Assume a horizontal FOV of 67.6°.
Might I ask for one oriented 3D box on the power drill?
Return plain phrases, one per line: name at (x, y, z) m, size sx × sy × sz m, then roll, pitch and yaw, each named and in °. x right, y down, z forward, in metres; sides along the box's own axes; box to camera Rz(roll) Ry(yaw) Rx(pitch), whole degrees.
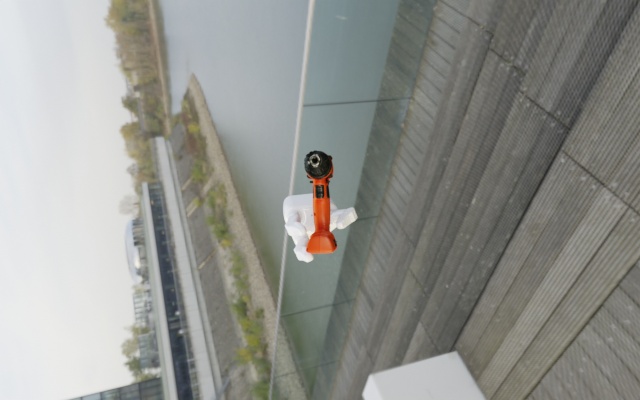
power drill at (0.000, 0.003, 0.897) m, size 0.057 × 0.187 × 0.184 m, roll 0°, pitch -2°, yaw 7°
